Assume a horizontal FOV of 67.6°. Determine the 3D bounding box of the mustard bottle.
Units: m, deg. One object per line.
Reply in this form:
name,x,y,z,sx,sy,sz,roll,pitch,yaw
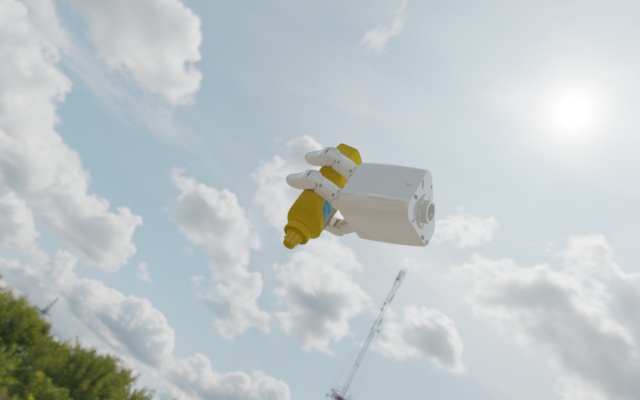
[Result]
mustard bottle,0.000,0.002,0.740,0.058,0.191,0.096,25,-37,15
